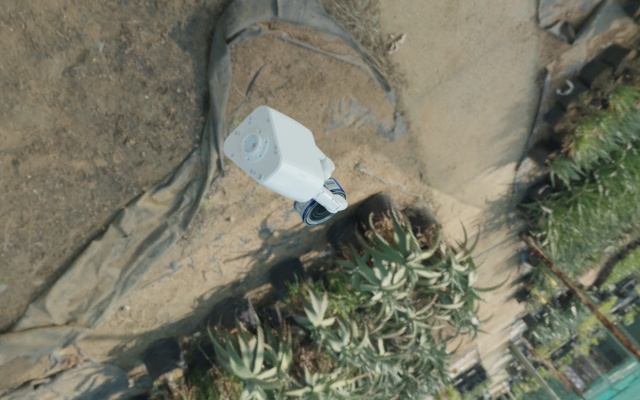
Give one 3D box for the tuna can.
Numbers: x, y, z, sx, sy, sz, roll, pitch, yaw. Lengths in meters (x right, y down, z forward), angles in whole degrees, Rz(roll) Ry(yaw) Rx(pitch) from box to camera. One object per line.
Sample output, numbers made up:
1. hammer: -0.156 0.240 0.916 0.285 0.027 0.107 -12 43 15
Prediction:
1. tuna can: 0.000 0.003 0.790 0.086 0.033 0.086 -28 -28 -16
